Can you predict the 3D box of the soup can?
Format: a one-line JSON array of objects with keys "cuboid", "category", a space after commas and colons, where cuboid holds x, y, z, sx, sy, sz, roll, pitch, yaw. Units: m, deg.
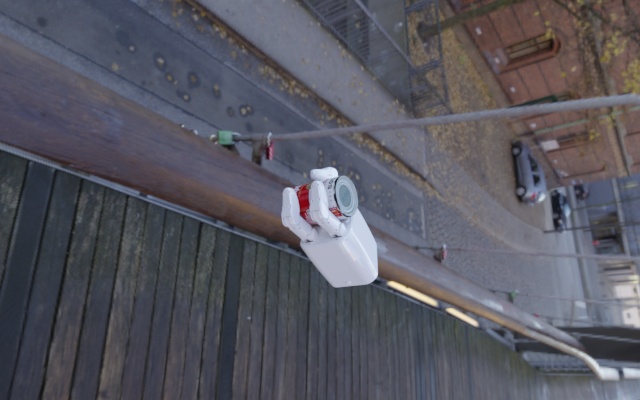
[{"cuboid": [0.000, 0.002, 0.766, 0.102, 0.068, 0.068, -13, -7, 33], "category": "soup can"}]
